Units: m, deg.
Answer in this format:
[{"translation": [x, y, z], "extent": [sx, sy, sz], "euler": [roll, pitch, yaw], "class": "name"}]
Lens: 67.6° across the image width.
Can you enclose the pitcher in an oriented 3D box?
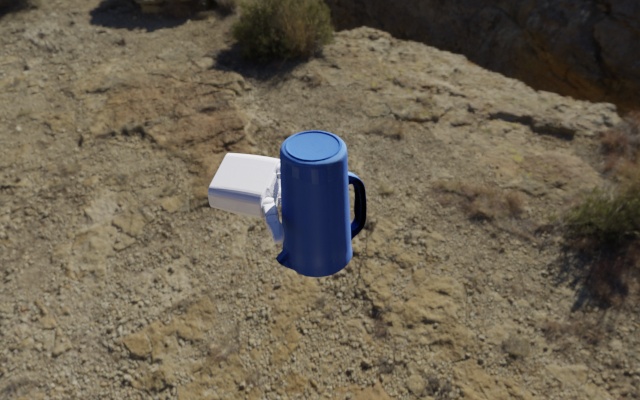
[{"translation": [0.000, 0.003, 0.835], "extent": [0.145, 0.243, 0.149], "euler": [9, 40, 13], "class": "pitcher"}]
